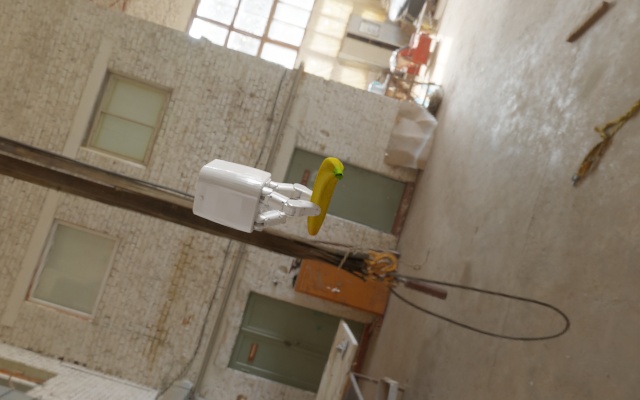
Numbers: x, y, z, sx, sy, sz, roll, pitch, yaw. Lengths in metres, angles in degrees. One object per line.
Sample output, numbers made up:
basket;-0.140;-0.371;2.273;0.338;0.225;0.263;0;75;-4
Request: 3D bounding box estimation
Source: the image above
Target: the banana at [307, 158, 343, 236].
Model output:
banana;0.005;-0.014;0.806;0.037;0.069;0.198;17;-34;-2
